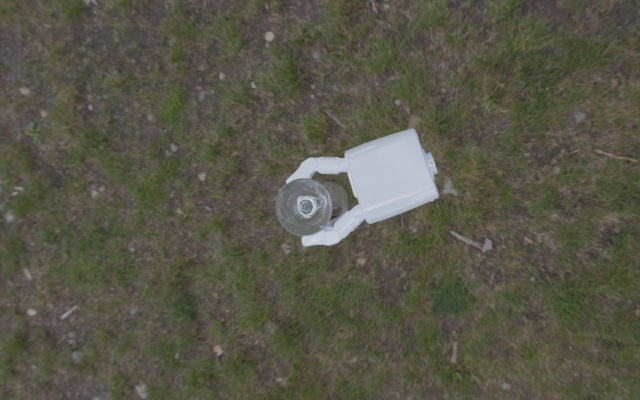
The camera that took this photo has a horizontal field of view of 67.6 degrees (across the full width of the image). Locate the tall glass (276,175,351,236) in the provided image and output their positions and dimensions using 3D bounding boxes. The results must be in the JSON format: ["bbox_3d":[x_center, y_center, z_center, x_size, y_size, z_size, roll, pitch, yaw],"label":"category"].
[{"bbox_3d":[0.000,0.002,0.703,0.079,0.079,0.201,0,4,12],"label":"tall glass"}]
